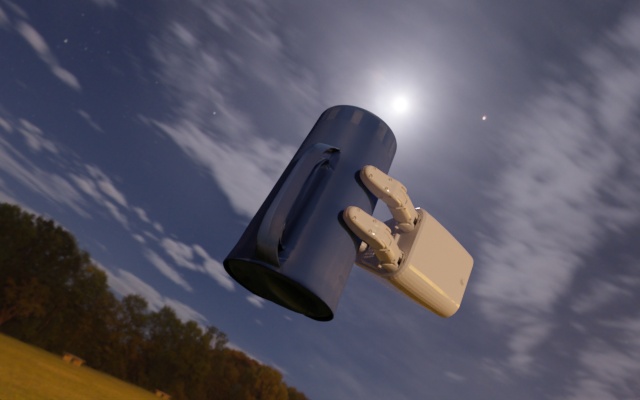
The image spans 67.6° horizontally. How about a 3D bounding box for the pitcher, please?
[{"bbox_3d":[0.000,0.002,0.553,0.145,0.242,0.149,38,-28,-22],"label":"pitcher"}]
